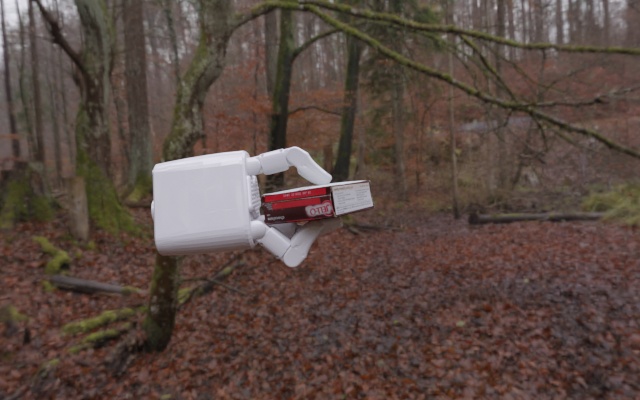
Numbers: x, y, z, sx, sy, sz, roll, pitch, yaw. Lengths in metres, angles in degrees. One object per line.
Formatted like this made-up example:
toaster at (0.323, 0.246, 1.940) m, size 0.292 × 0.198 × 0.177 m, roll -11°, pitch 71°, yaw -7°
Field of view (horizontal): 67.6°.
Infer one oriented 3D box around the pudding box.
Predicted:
pudding box at (0.000, 0.002, 0.552) m, size 0.090 × 0.039 × 0.113 m, roll -6°, pitch 4°, yaw 29°
